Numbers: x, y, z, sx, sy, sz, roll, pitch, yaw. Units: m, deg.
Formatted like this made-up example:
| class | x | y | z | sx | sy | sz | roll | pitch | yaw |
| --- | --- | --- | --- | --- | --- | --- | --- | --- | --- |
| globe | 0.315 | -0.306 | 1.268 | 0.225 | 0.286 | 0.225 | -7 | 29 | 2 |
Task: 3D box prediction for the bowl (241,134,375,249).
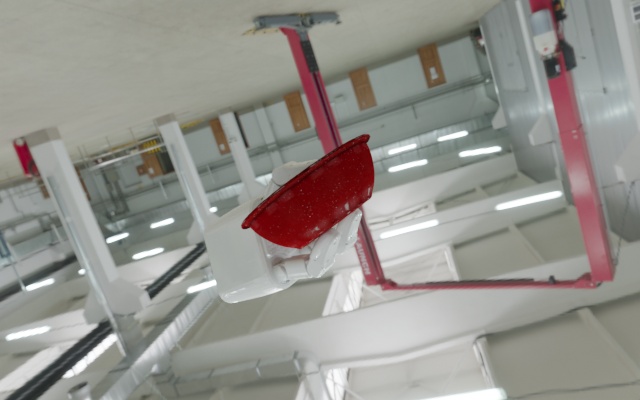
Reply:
| class | x | y | z | sx | sy | sz | roll | pitch | yaw |
| --- | --- | --- | --- | --- | --- | --- | --- | --- | --- |
| bowl | 0.001 | 0.001 | 0.489 | 0.162 | 0.055 | 0.162 | -36 | -4 | -3 |
